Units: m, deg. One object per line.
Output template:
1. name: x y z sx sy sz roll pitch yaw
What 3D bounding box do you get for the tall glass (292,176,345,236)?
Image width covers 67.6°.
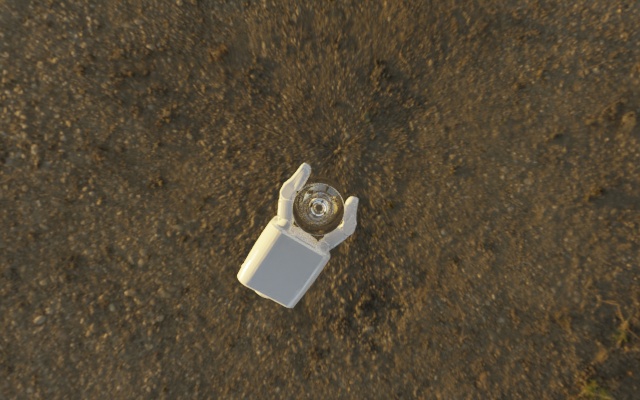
1. tall glass: 0.000 0.003 0.767 0.079 0.079 0.201 0 6 2
